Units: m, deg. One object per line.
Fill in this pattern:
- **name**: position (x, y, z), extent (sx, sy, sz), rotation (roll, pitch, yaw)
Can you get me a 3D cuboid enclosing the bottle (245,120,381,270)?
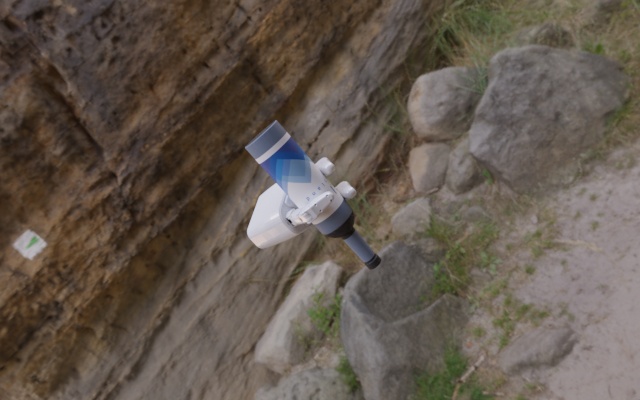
- **bottle**: position (0.000, 0.002, 0.786), extent (0.069, 0.296, 0.069), rotation (-38, 14, 12)
